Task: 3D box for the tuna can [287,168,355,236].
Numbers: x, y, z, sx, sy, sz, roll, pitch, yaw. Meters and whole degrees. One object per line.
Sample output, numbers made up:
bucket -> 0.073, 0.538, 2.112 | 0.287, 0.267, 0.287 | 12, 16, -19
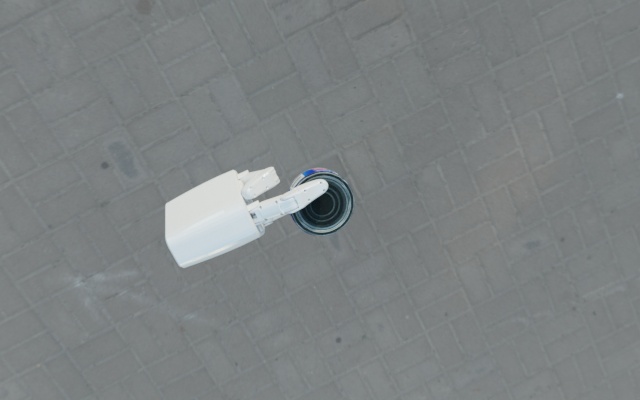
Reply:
tuna can -> 0.000, 0.002, 0.617 | 0.086, 0.086, 0.033 | 0, 11, -11
